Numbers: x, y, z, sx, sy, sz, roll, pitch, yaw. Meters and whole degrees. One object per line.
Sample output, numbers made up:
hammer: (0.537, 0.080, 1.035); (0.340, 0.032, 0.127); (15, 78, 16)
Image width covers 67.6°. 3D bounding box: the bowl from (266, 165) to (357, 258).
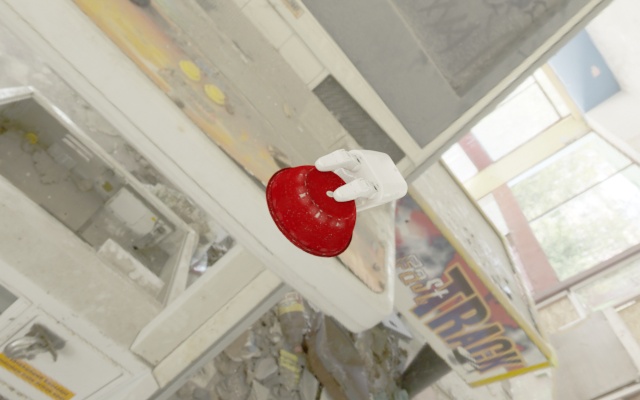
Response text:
bowl: (0.000, 0.003, 0.717); (0.162, 0.162, 0.055); (0, -32, -42)
